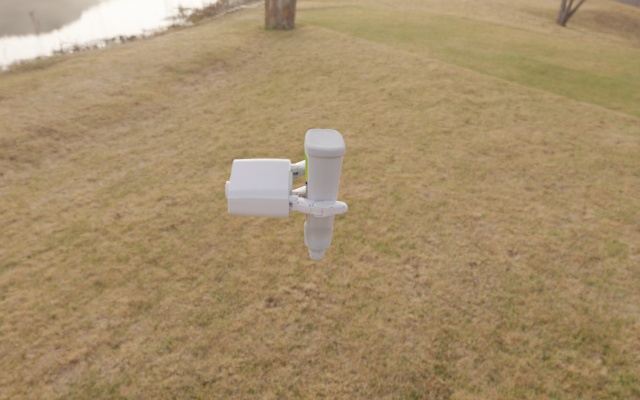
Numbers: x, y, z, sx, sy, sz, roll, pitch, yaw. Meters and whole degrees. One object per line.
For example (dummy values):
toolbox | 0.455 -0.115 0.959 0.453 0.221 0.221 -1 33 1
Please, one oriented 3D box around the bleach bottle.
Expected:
bleach bottle | 0.000 0.003 0.874 0.068 0.251 0.102 1 28 -4
